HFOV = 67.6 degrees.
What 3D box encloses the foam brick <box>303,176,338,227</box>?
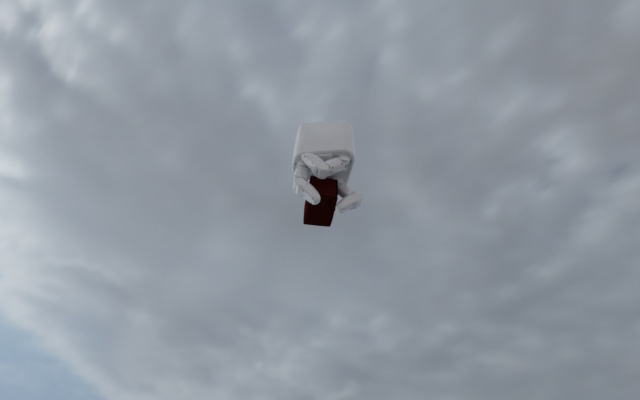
[{"bbox_3d":[0.000,0.003,0.882,0.053,0.078,0.051,8,43,-7],"label":"foam brick"}]
